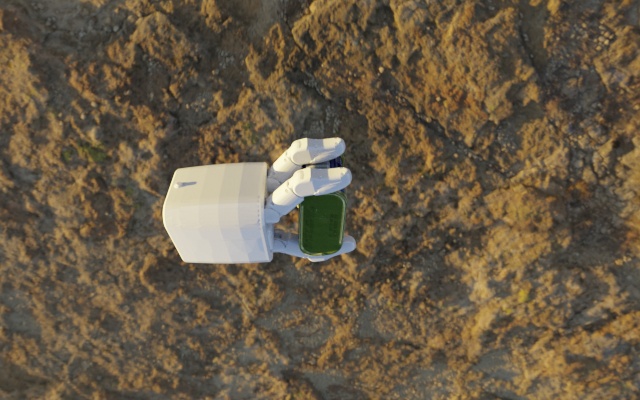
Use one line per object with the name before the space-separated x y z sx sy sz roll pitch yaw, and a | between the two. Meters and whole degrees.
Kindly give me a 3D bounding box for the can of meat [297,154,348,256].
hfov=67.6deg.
can of meat | 0.000 0.002 0.555 0.057 0.102 0.084 1 39 -3
